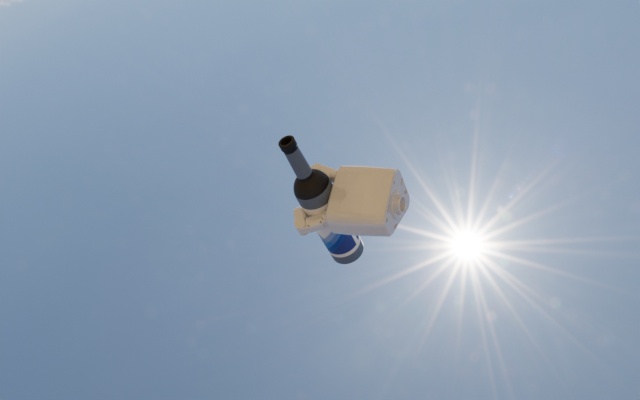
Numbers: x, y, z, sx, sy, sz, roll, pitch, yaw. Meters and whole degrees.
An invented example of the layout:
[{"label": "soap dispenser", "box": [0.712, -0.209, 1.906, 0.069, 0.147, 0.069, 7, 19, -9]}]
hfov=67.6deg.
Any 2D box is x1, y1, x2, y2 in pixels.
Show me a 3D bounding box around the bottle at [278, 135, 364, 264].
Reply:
[{"label": "bottle", "box": [0.000, 0.003, 0.841, 0.069, 0.069, 0.296, 0, -40, 29]}]
